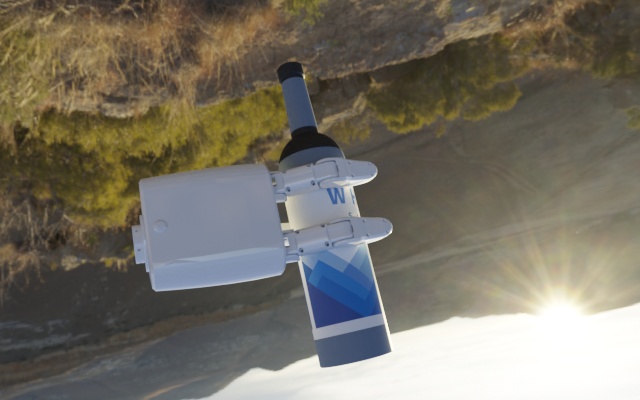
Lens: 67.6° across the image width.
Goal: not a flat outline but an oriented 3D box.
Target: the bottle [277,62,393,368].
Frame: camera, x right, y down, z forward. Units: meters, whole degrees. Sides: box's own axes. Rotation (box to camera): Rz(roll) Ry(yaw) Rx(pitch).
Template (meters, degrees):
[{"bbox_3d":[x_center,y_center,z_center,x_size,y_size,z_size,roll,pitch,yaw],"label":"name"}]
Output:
[{"bbox_3d":[0.000,0.002,0.458,0.069,0.295,0.069,-12,-15,-3],"label":"bottle"}]
